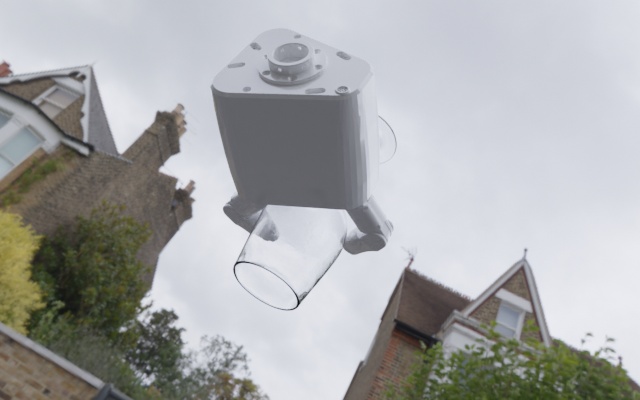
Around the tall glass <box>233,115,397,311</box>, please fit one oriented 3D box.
[{"bbox_3d":[0.000,0.001,0.440,0.079,0.079,0.201,0,44,38],"label":"tall glass"}]
